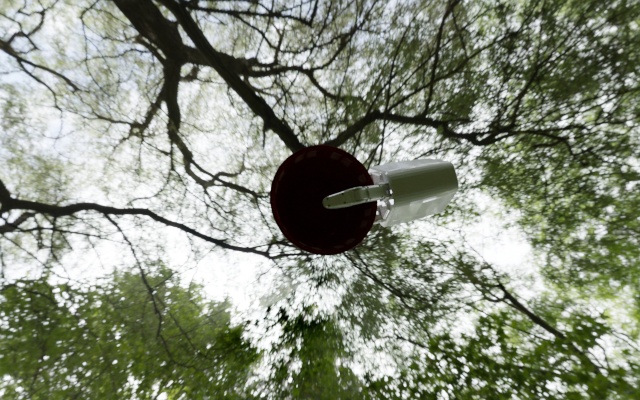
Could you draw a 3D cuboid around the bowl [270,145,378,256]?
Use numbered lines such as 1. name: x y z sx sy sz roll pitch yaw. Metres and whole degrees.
1. bowl: -0.001 0.002 0.709 0.162 0.162 0.055 0 -9 -16
